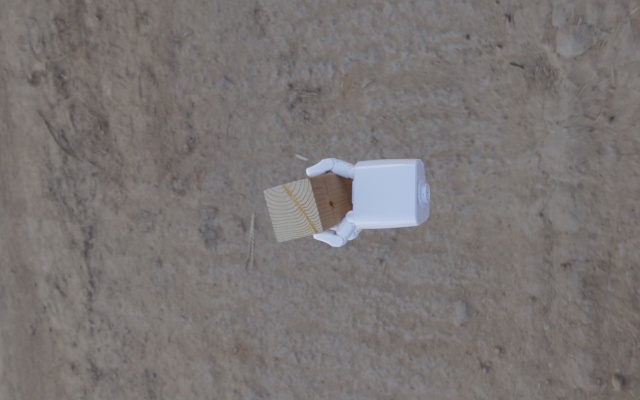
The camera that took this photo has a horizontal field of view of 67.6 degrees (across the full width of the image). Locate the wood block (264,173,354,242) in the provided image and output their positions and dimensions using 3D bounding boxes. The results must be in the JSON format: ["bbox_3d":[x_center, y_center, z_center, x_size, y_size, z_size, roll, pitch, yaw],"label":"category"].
[{"bbox_3d":[0.000,0.002,0.848,0.090,0.091,0.206,-14,1,27],"label":"wood block"}]
